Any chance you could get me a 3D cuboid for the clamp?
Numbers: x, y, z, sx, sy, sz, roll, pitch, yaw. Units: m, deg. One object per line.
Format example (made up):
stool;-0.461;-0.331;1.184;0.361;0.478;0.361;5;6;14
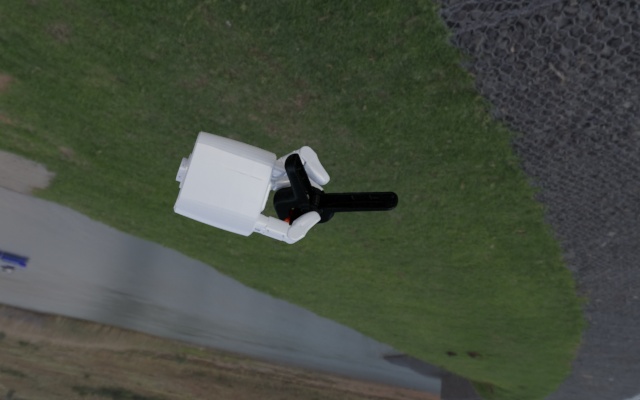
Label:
clamp;0.000;0.003;0.687;0.164;0.036;0.210;19;-23;-15
